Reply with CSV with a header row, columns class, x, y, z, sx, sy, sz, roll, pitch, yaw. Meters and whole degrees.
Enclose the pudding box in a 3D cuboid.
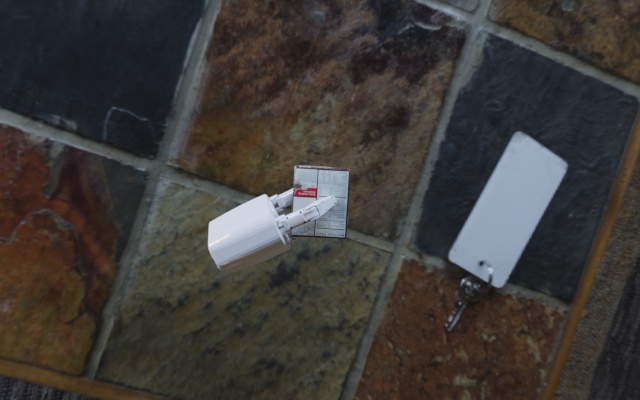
class,x,y,z,sx,sy,sz,roll,pitch,yaw
pudding box,0.000,0.002,0.757,0.090,0.113,0.039,3,6,-2
